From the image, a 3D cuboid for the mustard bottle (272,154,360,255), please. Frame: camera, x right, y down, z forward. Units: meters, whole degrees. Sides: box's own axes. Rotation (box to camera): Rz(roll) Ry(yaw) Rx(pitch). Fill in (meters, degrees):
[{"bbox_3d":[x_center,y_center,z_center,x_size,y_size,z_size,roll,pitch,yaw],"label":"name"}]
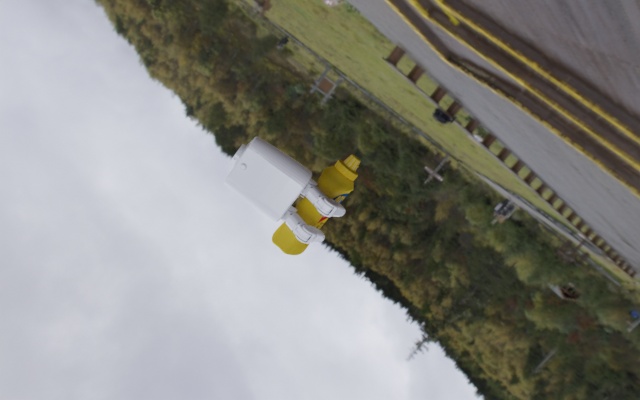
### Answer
[{"bbox_3d":[0.000,0.003,0.796,0.058,0.192,0.096,41,14,13],"label":"mustard bottle"}]
